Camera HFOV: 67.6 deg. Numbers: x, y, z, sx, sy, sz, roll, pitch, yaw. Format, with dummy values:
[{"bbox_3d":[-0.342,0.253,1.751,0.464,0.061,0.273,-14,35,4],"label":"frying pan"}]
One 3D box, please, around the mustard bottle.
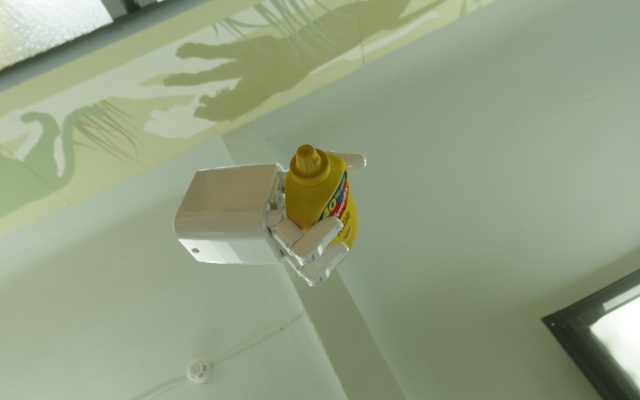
[{"bbox_3d":[0.000,0.002,0.543,0.058,0.096,0.192,20,-26,22],"label":"mustard bottle"}]
